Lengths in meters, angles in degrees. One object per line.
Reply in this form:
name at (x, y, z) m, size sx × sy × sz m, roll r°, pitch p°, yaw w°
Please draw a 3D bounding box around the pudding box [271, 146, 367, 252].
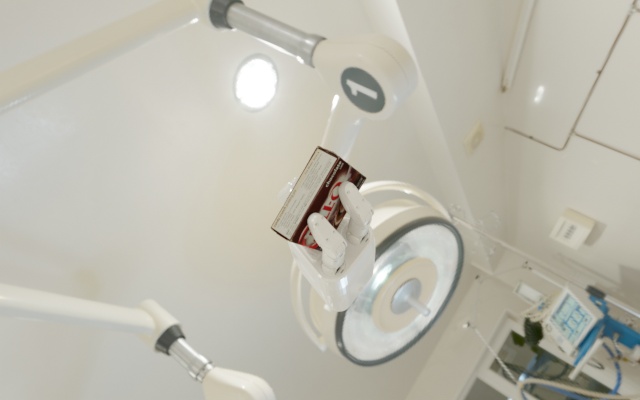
pudding box at (0.000, 0.002, 0.572) m, size 0.039 × 0.113 × 0.090 m, roll 28°, pitch 0°, yaw 27°
